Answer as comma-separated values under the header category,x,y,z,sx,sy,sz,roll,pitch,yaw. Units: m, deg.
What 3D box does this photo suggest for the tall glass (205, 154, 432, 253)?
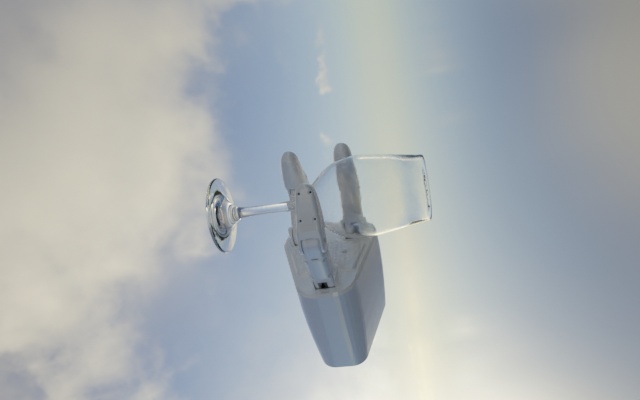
category,x,y,z,sx,sy,sz,roll,pitch,yaw
tall glass,-0.001,0.001,0.453,0.201,0.079,0.079,-8,-1,9
